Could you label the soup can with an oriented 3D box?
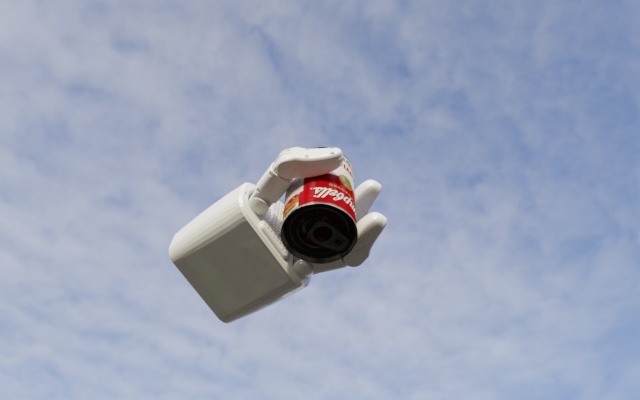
[{"bbox_3d":[0.000,0.001,0.458,0.068,0.069,0.102,0,35,2],"label":"soup can"}]
